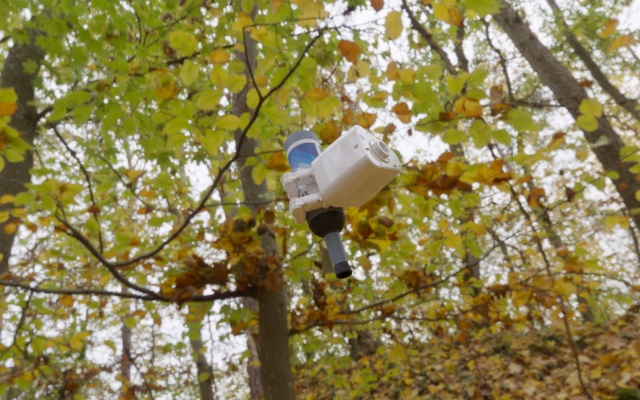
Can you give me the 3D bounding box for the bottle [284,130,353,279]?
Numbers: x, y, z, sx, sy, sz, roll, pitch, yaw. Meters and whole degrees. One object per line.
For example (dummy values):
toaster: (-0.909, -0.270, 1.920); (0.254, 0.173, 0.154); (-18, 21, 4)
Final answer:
bottle: (0.000, 0.003, 0.837); (0.069, 0.295, 0.069); (-12, -35, -9)
